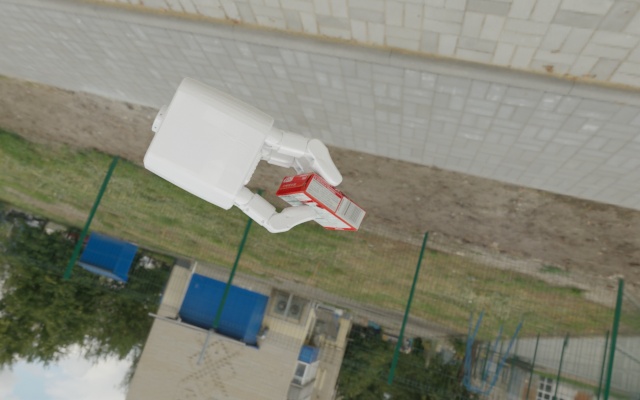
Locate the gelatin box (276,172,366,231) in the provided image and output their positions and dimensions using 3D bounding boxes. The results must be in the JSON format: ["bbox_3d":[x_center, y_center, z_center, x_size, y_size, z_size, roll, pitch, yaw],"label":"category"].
[{"bbox_3d":[0.000,0.002,0.580,0.089,0.030,0.073,36,-18,-23],"label":"gelatin box"}]
